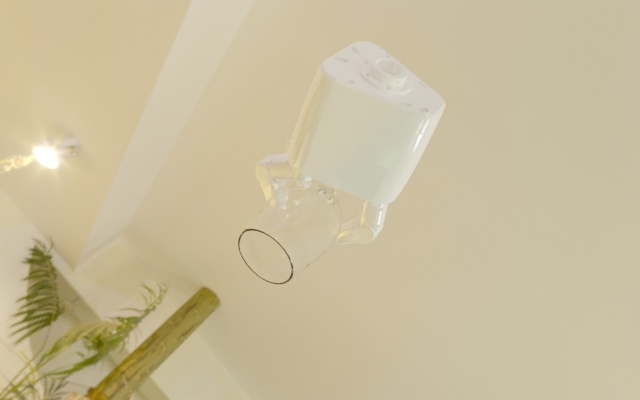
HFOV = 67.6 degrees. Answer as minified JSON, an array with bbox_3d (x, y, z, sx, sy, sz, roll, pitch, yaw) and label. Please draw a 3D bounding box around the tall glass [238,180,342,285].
[{"bbox_3d":[0.000,0.001,0.501,0.079,0.079,0.201,0,31,36],"label":"tall glass"}]
